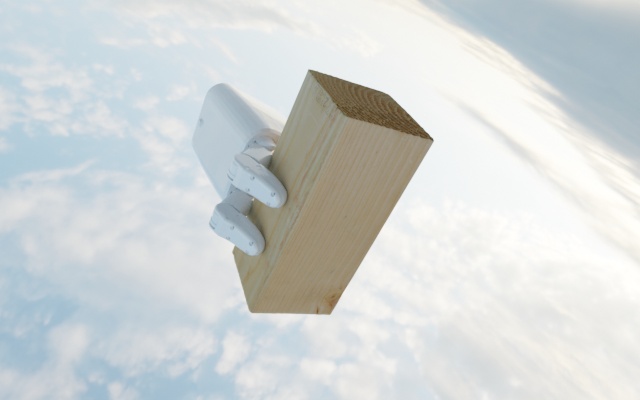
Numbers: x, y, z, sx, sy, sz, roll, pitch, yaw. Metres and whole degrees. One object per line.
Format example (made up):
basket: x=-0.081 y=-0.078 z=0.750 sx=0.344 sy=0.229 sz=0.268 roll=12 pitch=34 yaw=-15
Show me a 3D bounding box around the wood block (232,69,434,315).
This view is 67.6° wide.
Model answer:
wood block: x=0.000 y=0.001 z=0.439 sx=0.091 sy=0.206 sz=0.090 roll=8 pitch=33 yaw=-30
